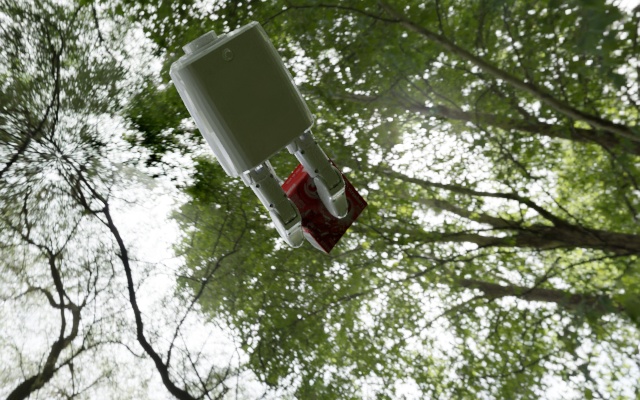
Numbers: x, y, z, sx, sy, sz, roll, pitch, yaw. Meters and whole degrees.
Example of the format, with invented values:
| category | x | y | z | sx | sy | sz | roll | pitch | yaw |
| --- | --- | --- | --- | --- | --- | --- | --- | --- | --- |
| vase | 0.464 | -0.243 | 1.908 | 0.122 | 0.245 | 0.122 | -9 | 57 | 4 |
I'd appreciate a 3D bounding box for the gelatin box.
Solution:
| category | x | y | z | sx | sy | sz | roll | pitch | yaw |
| --- | --- | --- | --- | --- | --- | --- | --- | --- | --- |
| gelatin box | 0.000 | 0.002 | 0.509 | 0.030 | 0.073 | 0.089 | 22 | -22 | 53 |
